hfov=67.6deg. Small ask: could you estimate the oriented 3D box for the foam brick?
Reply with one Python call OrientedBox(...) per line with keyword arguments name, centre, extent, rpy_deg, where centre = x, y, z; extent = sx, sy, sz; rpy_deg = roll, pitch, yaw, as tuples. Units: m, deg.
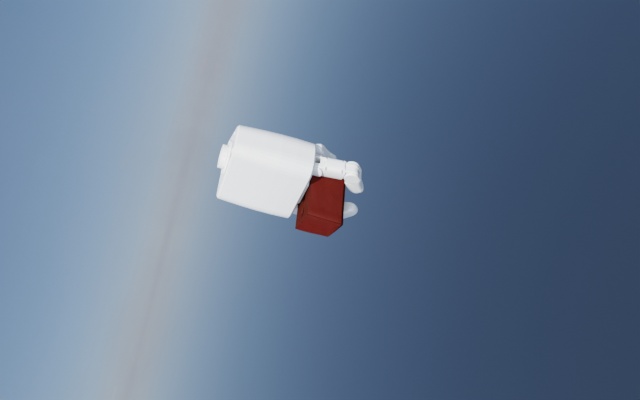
OrientedBox(name="foam brick", centre=(0.000, 0.002, 0.653), extent=(0.051, 0.078, 0.053), rpy_deg=(15, -29, -17))
